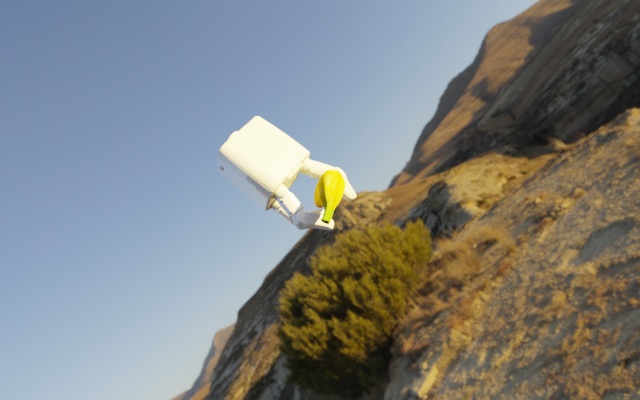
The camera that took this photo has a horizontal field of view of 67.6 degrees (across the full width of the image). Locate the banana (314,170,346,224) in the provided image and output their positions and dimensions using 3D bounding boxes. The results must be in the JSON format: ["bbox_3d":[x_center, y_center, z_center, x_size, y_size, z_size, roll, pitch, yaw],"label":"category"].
[{"bbox_3d":[0.009,-0.014,0.711,0.037,0.069,0.198,29,4,-3],"label":"banana"}]
